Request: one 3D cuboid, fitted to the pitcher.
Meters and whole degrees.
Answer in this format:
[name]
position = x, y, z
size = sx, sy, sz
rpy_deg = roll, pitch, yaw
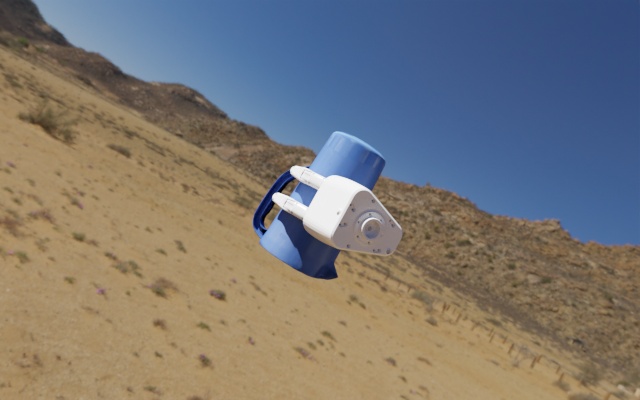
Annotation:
[pitcher]
position = 0.000, 0.003, 0.832
size = 0.149, 0.243, 0.145
rpy_deg = 31, -2, -24
